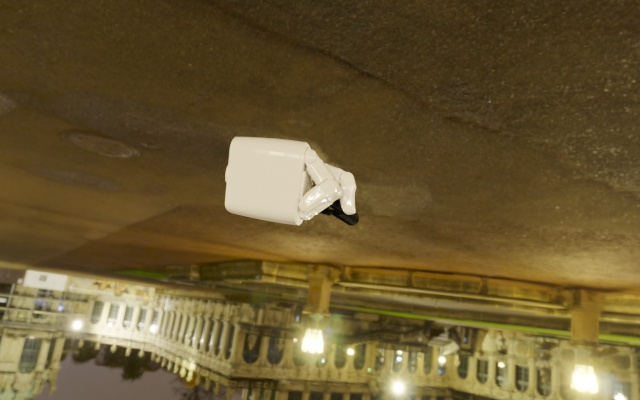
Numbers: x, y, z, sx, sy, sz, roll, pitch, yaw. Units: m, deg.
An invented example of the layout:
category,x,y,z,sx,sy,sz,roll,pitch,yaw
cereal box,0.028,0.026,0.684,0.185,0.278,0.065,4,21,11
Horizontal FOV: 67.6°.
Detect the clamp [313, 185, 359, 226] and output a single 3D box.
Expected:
category,x,y,z,sx,sy,sz,roll,pitch,yaw
clamp,0.000,0.003,0.766,0.120,0.039,0.171,10,-13,9
